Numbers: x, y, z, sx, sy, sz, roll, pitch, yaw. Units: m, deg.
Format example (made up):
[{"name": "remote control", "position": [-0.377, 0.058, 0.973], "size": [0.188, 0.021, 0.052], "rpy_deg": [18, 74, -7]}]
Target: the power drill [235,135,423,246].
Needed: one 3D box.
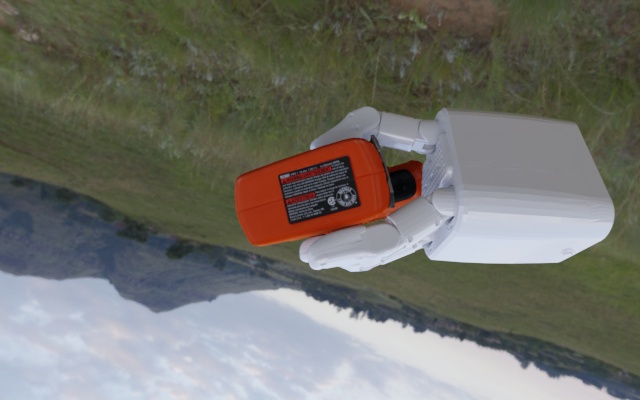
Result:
[{"name": "power drill", "position": [0.000, 0.001, 0.405], "size": [0.184, 0.057, 0.187], "rpy_deg": [-18, -5, 14]}]
